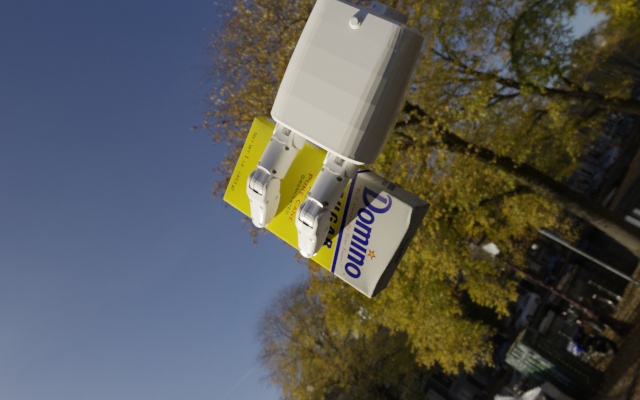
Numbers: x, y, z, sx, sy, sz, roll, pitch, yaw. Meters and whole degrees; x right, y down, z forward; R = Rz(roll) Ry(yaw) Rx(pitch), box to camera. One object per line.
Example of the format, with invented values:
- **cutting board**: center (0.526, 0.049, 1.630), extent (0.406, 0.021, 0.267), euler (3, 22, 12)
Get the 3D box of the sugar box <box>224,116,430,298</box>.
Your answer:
- **sugar box**: center (0.000, 0.001, 0.440), extent (0.176, 0.093, 0.048), euler (32, 19, 23)
